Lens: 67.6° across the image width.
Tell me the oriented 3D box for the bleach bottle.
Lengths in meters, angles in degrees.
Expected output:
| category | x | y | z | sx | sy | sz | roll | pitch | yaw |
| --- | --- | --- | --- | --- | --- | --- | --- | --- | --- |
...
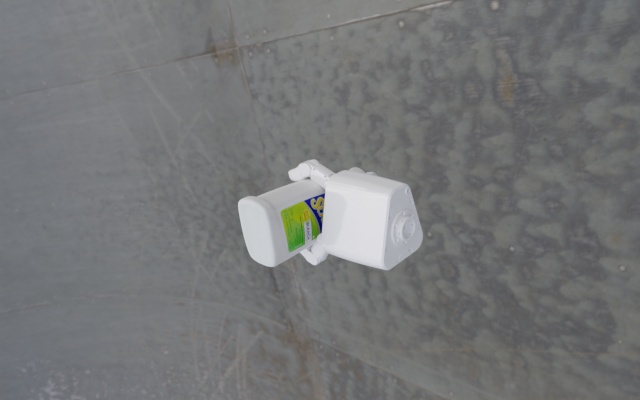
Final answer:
| category | x | y | z | sx | sy | sz | roll | pitch | yaw |
| --- | --- | --- | --- | --- | --- | --- | --- | --- | --- |
| bleach bottle | 0.000 | 0.002 | 0.716 | 0.068 | 0.103 | 0.250 | 14 | 31 | 43 |
